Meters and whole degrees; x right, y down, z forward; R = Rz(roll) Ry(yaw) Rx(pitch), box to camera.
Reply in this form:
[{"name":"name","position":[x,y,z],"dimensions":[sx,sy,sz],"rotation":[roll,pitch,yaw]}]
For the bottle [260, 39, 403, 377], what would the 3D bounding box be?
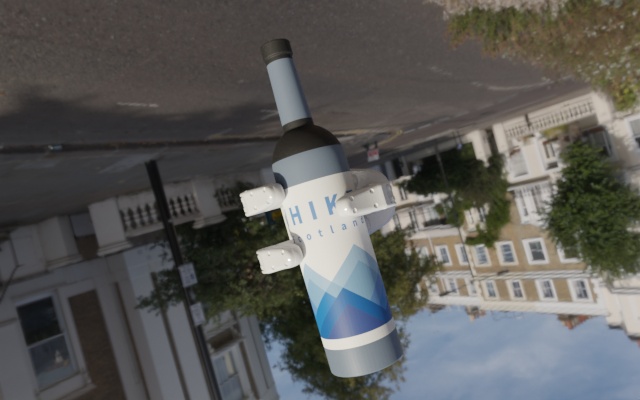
[{"name":"bottle","position":[0.000,0.002,0.426],"dimensions":[0.069,0.295,0.069],"rotation":[-16,-1,0]}]
